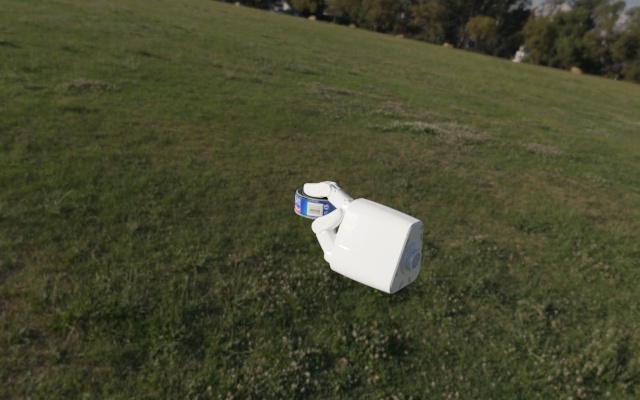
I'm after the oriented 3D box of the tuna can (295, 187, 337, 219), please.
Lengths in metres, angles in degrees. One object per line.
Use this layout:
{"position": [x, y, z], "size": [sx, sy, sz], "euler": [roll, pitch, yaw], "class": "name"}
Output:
{"position": [0.000, 0.002, 0.800], "size": [0.086, 0.034, 0.086], "euler": [4, 18, -1], "class": "tuna can"}
